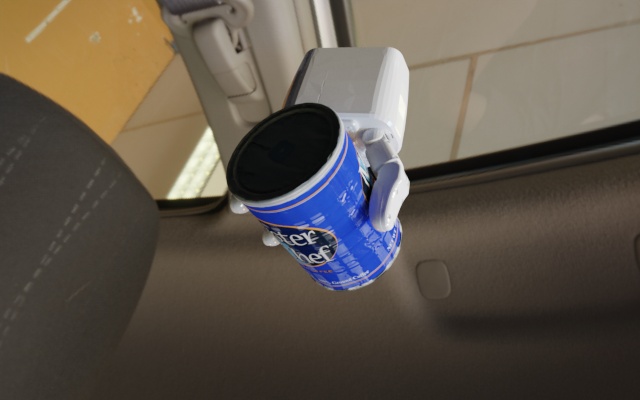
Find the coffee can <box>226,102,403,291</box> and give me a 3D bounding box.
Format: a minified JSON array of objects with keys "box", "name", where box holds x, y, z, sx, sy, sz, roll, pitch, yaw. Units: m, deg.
[{"box":[0.000,0.001,0.416,0.103,0.102,0.140,0,-36,33],"name":"coffee can"}]
